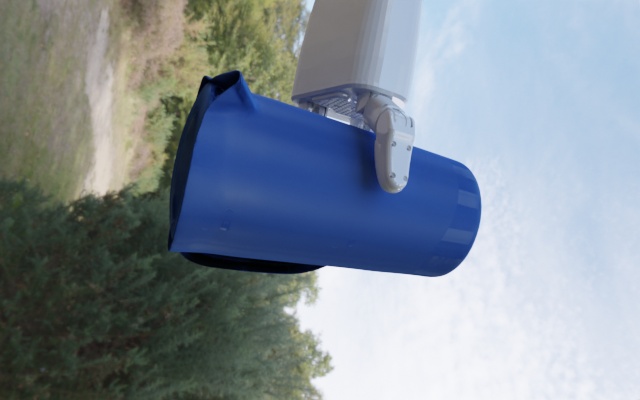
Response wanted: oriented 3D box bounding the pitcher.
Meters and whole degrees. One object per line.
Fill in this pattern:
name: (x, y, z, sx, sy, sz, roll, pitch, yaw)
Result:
pitcher: (0.000, 0.001, 0.401, 0.243, 0.145, 0.149, 12, -6, -19)
